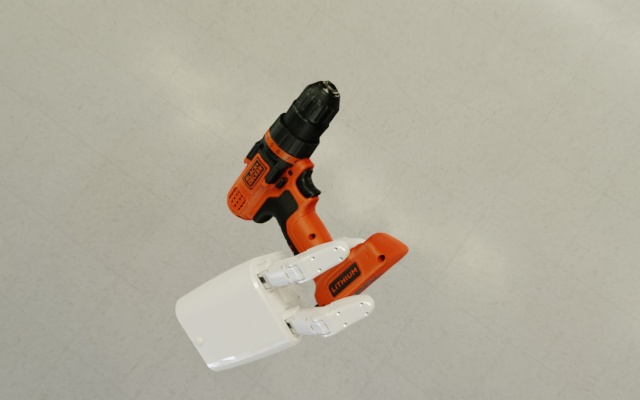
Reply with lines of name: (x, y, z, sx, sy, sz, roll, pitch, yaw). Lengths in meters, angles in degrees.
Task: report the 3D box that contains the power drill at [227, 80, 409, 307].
power drill: (0.000, 0.002, 0.479, 0.057, 0.187, 0.184, -13, -30, -52)
